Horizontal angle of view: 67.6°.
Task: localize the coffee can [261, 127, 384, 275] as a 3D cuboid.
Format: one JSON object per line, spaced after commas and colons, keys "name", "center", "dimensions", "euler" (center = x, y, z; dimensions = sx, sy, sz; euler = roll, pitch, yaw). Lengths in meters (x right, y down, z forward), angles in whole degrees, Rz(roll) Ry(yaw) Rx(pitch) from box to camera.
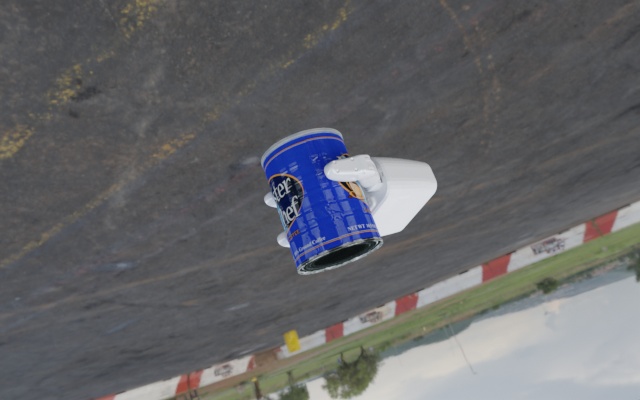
{"name": "coffee can", "center": [0.000, 0.002, 0.554], "dimensions": [0.103, 0.140, 0.103], "euler": [-18, -18, -6]}
